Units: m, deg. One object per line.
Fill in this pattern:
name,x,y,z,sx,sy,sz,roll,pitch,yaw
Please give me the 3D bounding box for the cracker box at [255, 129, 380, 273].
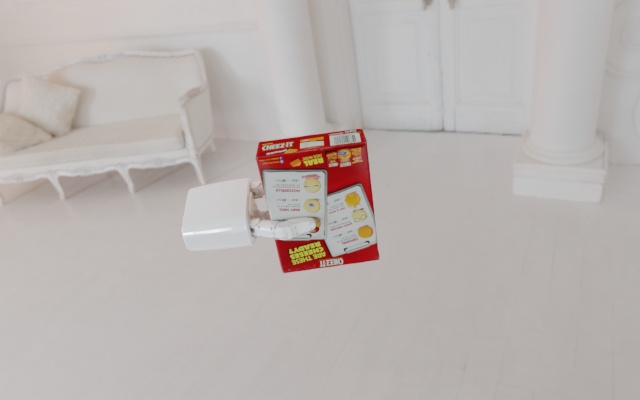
cracker box,0.000,0.002,0.758,0.164,0.214,0.072,-8,30,3
